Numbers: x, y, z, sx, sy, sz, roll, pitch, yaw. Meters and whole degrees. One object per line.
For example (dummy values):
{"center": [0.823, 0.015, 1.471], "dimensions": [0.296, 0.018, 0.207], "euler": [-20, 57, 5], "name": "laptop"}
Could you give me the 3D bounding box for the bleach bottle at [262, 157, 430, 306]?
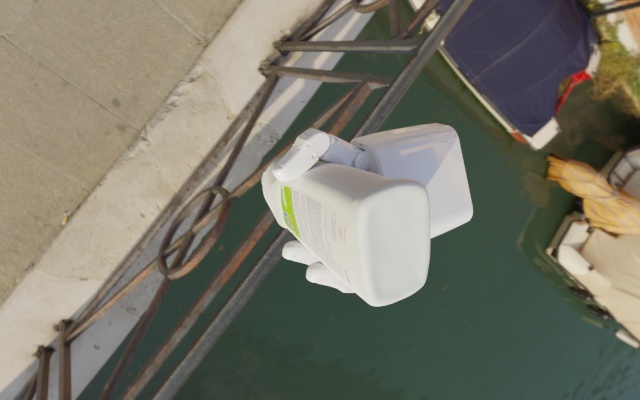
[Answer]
{"center": [0.000, 0.002, 0.461], "dimensions": [0.068, 0.103, 0.250], "euler": [-16, 23, -24], "name": "bleach bottle"}
